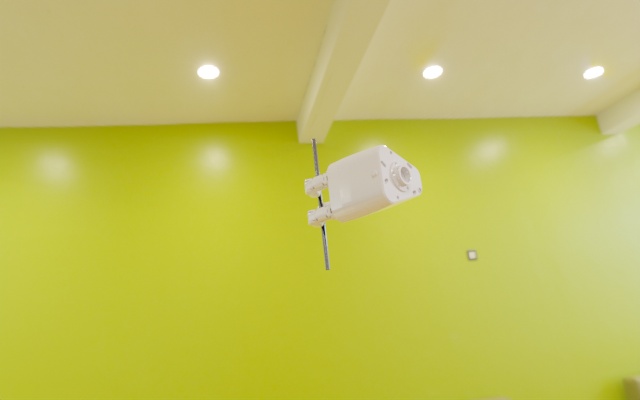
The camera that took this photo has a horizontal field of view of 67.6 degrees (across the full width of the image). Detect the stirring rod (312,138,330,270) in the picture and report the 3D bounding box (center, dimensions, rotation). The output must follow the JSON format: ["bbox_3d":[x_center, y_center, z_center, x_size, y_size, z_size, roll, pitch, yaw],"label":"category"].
[{"bbox_3d":[0.000,0.003,0.846,0.011,0.239,0.011,-6,-15,-2],"label":"stirring rod"}]
